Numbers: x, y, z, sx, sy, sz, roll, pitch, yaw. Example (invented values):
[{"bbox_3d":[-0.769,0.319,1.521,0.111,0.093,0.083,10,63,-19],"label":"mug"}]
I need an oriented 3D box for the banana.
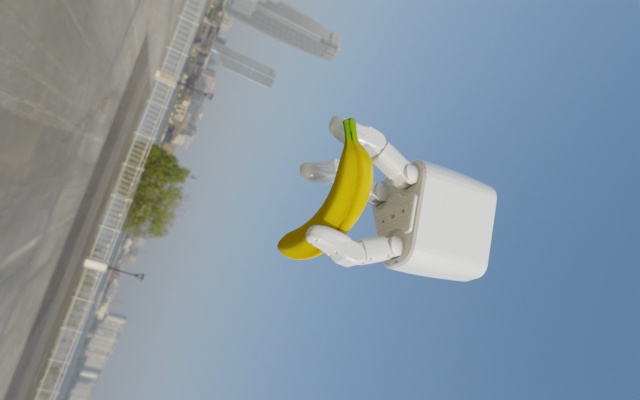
[{"bbox_3d":[0.006,0.013,0.493,0.037,0.069,0.198,7,-46,-28],"label":"banana"}]
